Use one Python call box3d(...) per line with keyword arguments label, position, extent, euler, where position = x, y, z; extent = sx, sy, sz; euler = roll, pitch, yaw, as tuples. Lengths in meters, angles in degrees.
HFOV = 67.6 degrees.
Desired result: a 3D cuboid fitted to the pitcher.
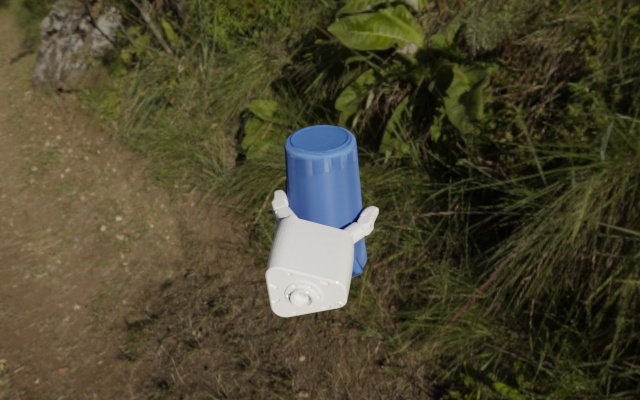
box3d(label="pitcher", position=(0.000, 0.003, 0.782), extent=(0.149, 0.243, 0.145), euler=(1, 34, 9))
